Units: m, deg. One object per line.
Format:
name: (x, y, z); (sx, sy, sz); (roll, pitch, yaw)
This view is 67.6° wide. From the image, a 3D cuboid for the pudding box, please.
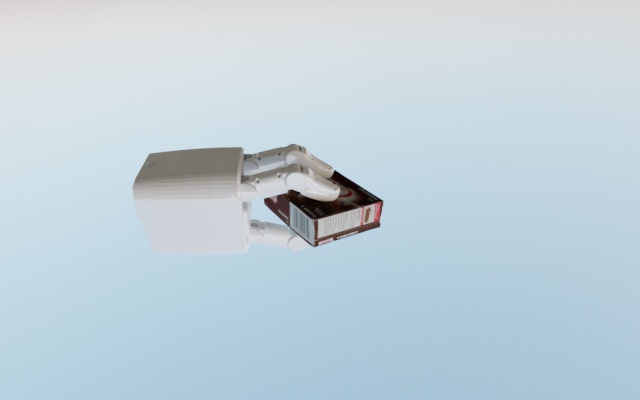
pudding box: (0.000, 0.002, 0.532); (0.090, 0.039, 0.113); (-15, 34, -29)
